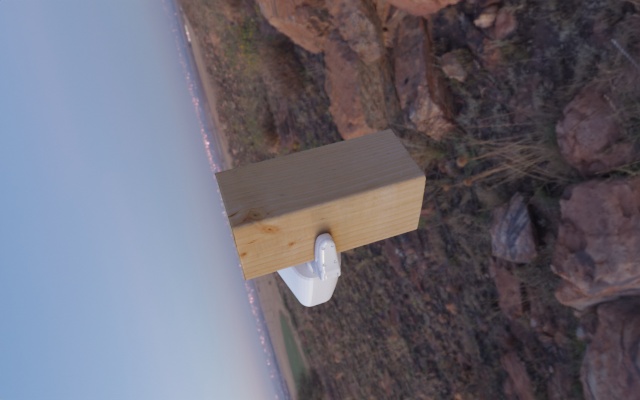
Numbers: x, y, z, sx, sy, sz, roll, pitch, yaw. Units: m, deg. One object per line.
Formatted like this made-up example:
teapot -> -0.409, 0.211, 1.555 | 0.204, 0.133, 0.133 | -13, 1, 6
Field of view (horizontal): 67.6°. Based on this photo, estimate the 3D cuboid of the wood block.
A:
wood block -> 0.000, 0.002, 0.532 | 0.206, 0.090, 0.090 | -16, 48, -12
